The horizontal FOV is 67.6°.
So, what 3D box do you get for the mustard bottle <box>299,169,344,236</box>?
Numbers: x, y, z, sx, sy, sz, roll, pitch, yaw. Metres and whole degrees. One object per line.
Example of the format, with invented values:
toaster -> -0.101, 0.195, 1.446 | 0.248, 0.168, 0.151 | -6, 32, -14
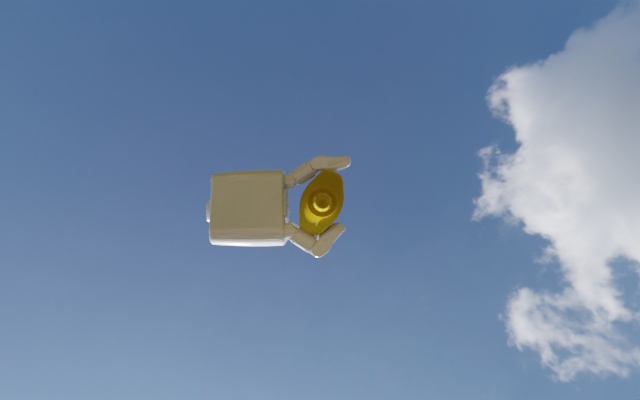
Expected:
mustard bottle -> 0.000, 0.002, 0.700 | 0.058, 0.096, 0.191 | 24, -1, -1
